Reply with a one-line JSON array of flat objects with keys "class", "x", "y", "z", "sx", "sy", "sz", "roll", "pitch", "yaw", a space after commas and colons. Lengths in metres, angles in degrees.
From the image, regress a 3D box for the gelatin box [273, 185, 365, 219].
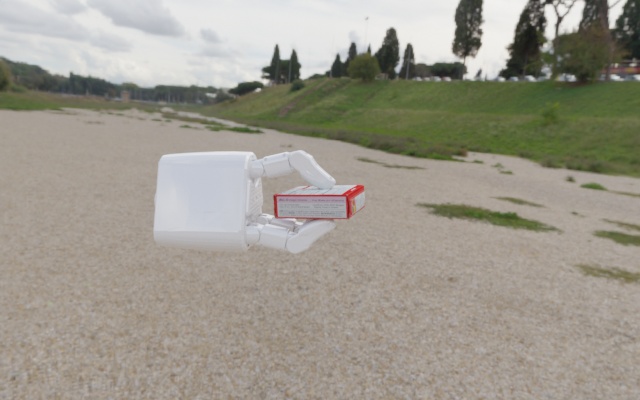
[{"class": "gelatin box", "x": 0.000, "y": 0.001, "z": 0.549, "sx": 0.089, "sy": 0.030, "sz": 0.073, "roll": -1, "pitch": 9, "yaw": 19}]
